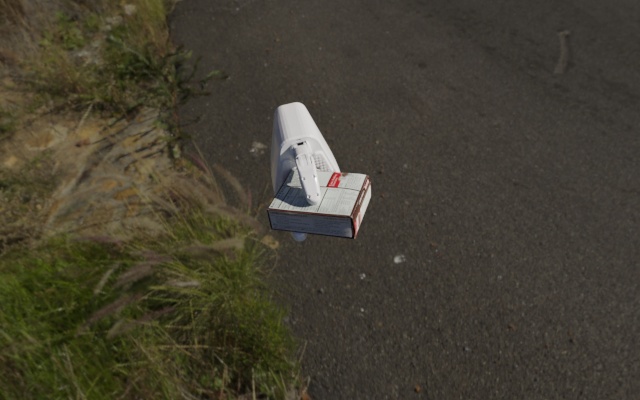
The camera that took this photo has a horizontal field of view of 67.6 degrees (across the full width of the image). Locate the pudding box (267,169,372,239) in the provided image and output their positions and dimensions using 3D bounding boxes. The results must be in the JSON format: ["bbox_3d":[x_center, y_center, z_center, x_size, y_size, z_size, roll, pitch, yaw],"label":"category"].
[{"bbox_3d":[0.000,0.002,0.607,0.113,0.039,0.090,4,40,20],"label":"pudding box"}]
